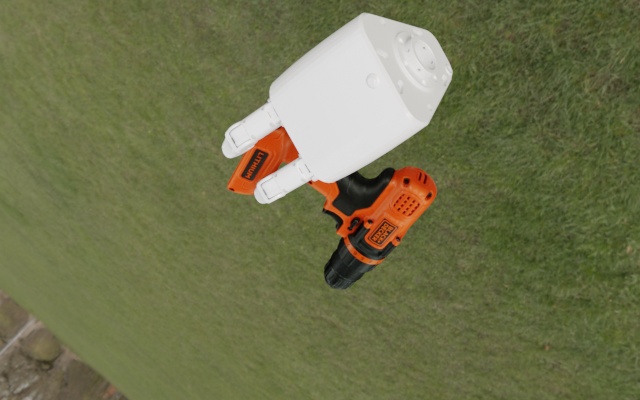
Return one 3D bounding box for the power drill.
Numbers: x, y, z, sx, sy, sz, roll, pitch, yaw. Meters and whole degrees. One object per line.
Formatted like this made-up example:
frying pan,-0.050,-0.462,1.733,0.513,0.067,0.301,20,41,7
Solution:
power drill,0.000,0.001,0.509,0.187,0.184,0.057,31,35,-7
